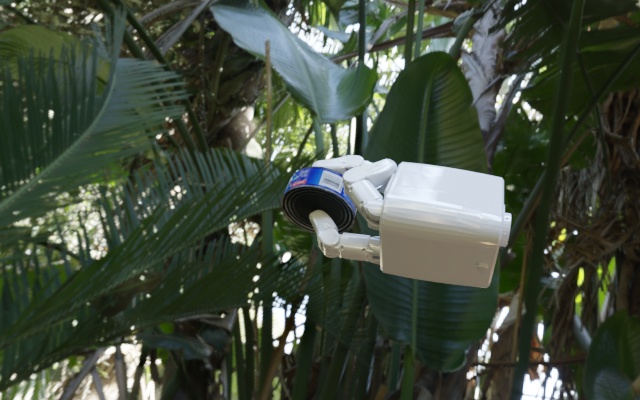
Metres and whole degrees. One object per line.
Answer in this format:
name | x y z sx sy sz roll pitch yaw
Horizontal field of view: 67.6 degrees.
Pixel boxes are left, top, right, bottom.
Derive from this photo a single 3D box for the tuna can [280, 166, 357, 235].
tuna can | 0.000 0.001 0.545 0.086 0.033 0.086 11 -39 9
